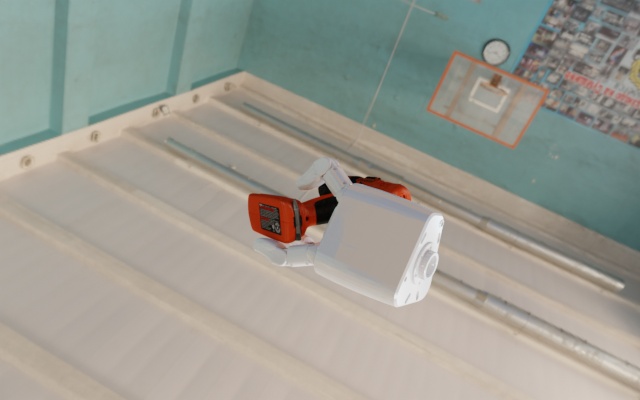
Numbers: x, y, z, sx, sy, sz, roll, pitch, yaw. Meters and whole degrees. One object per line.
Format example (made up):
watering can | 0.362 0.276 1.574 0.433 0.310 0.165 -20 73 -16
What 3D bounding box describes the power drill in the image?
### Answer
power drill | 0.000 0.002 0.653 0.187 0.057 0.184 -14 13 -32
